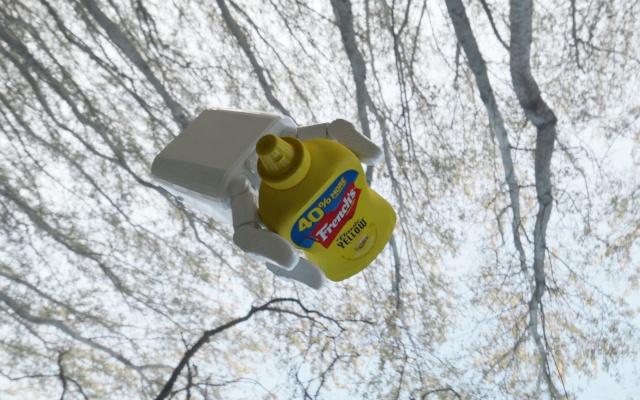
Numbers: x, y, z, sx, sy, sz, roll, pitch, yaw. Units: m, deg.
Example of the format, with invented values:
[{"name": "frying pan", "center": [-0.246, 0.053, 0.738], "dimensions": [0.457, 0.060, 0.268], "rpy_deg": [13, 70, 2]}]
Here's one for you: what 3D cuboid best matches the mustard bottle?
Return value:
[{"name": "mustard bottle", "center": [0.000, 0.002, 0.415], "dimensions": [0.058, 0.096, 0.192], "rpy_deg": [44, -2, 37]}]
